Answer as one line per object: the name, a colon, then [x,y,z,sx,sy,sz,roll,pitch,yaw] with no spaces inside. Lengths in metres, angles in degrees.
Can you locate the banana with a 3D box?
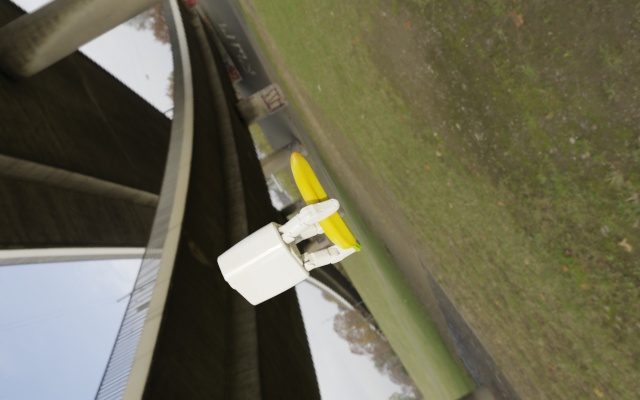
banana: [0.000,0.005,0.771,0.037,0.198,0.069,-32,-4,4]
